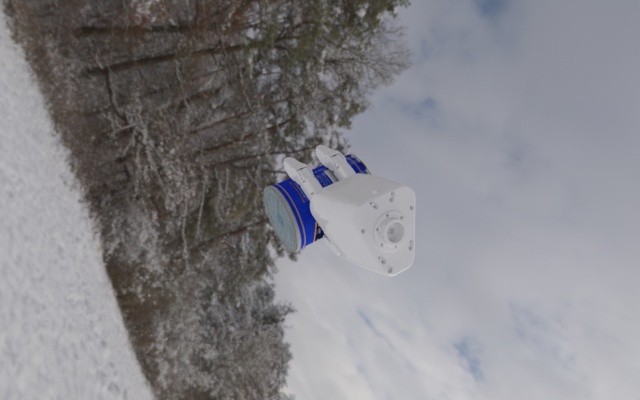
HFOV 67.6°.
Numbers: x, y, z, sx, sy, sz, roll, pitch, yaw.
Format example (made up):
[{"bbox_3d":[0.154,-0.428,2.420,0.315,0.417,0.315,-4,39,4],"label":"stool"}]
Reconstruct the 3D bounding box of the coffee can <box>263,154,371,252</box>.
[{"bbox_3d":[0.000,0.002,0.713,0.140,0.103,0.103,-24,9,-22],"label":"coffee can"}]
